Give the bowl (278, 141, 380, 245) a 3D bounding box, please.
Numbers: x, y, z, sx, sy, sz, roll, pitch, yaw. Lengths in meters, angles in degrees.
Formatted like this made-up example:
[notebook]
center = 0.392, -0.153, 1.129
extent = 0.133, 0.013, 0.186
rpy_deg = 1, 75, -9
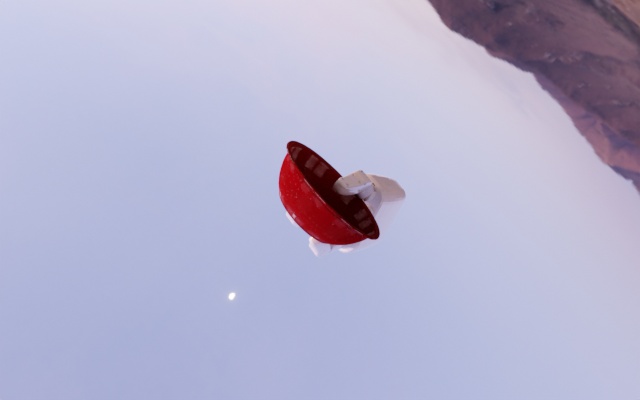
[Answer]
[bowl]
center = -0.001, 0.002, 0.594
extent = 0.055, 0.162, 0.162
rpy_deg = -43, -14, 15
